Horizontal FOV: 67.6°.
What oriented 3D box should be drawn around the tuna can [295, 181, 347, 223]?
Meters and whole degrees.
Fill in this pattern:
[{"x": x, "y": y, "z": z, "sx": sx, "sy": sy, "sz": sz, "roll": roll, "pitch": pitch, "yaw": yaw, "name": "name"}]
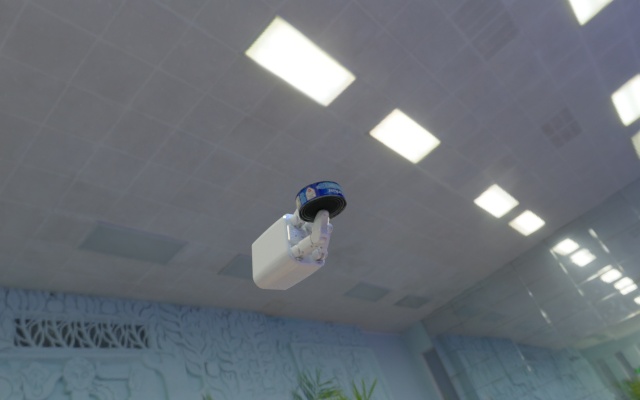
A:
[{"x": 0.000, "y": 0.002, "z": 0.832, "sx": 0.086, "sy": 0.033, "sz": 0.086, "roll": -13, "pitch": -30, "yaw": -8, "name": "tuna can"}]
